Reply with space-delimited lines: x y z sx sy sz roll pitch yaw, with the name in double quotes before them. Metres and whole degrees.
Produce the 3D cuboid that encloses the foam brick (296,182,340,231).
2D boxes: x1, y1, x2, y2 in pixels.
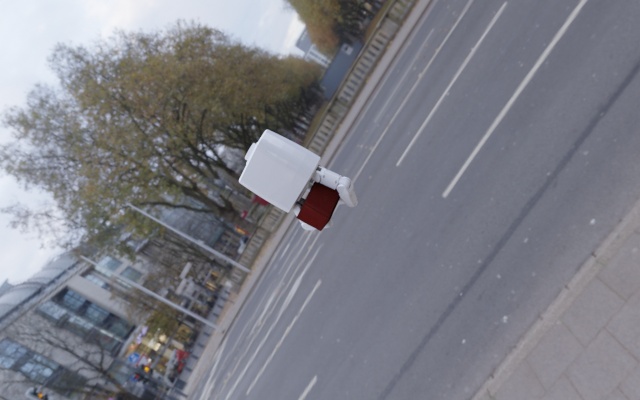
"foam brick" 0.000 0.003 0.828 0.051 0.078 0.053 28 -36 -4
